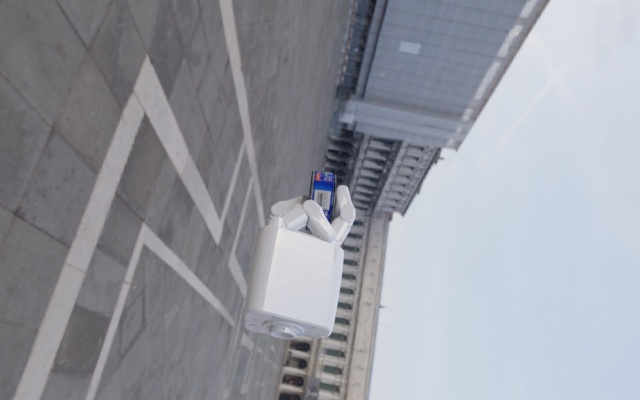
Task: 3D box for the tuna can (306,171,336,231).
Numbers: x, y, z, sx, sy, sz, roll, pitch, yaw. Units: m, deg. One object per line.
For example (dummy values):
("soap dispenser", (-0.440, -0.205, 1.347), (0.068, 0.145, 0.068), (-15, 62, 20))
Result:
("tuna can", (0.001, 0.002, 0.673), (0.034, 0.086, 0.086), (6, 0, -3))
